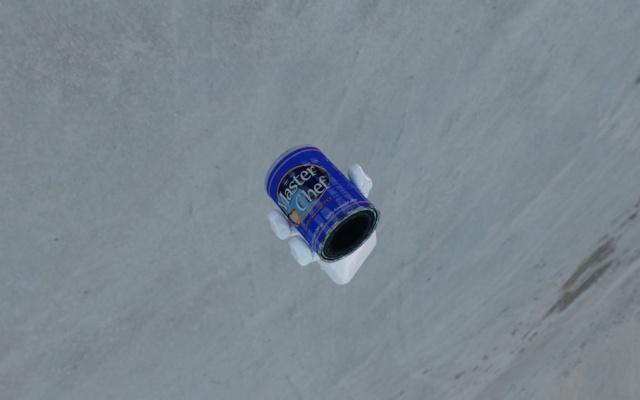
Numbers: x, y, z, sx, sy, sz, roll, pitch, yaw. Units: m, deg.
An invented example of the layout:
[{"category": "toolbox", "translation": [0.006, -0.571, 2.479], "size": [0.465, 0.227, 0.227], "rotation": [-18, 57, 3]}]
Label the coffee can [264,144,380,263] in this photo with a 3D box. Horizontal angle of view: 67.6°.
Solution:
[{"category": "coffee can", "translation": [0.000, 0.002, 0.671], "size": [0.103, 0.103, 0.140], "rotation": [0, 40, -48]}]
